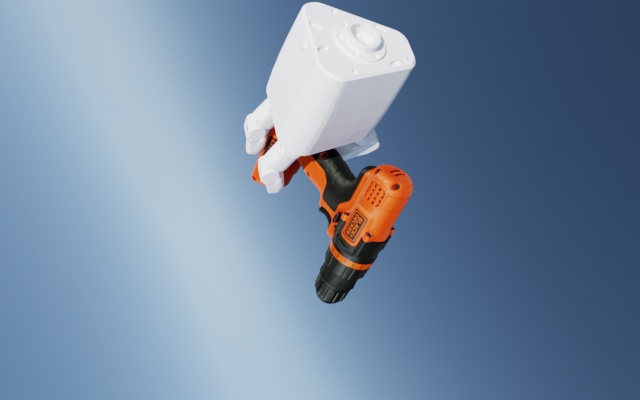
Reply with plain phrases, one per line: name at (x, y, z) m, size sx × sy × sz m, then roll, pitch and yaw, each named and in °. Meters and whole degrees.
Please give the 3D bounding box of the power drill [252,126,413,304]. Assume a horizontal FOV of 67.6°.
power drill at (0.000, 0.001, 0.548) m, size 0.057 × 0.184 × 0.187 m, roll -10°, pitch 46°, yaw -48°
